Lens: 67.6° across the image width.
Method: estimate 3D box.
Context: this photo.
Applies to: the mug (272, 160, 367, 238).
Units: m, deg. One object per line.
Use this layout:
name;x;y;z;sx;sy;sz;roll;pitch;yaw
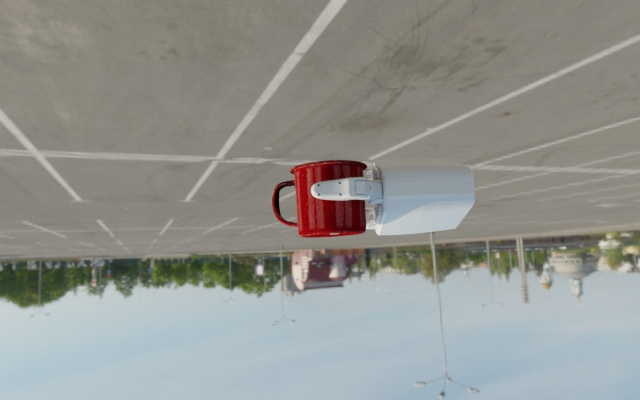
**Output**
mug;-0.001;0.002;0.570;0.117;0.081;0.093;-4;-7;1
